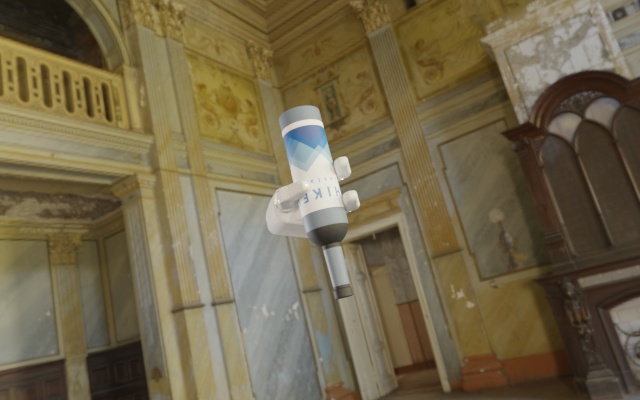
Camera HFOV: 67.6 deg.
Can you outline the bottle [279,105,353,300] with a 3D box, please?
[{"bbox_3d":[0.000,0.002,0.728,0.069,0.295,0.069,-13,-14,-3],"label":"bottle"}]
